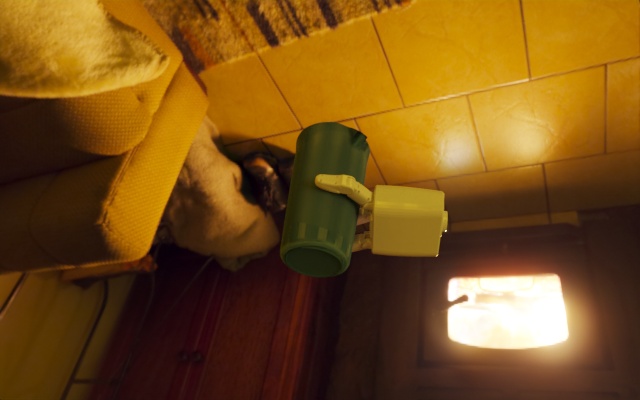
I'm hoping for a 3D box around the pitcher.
[{"bbox_3d":[0.000,0.003,0.795,0.145,0.242,0.149,5,-36,8],"label":"pitcher"}]
